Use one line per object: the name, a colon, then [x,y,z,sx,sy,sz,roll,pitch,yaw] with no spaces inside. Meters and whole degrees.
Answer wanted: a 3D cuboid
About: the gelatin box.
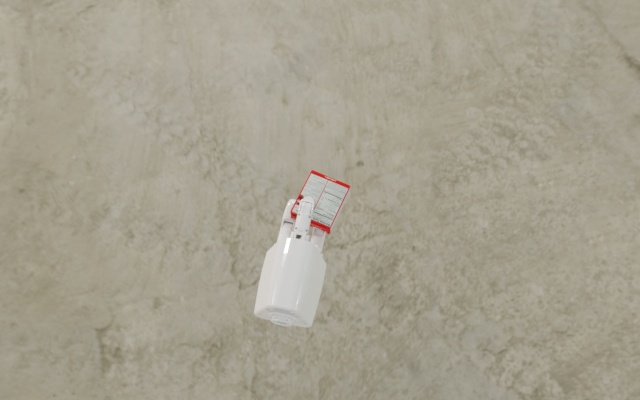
gelatin box: [0.000,0.002,0.798,0.073,0.089,0.030,22,-21,9]
